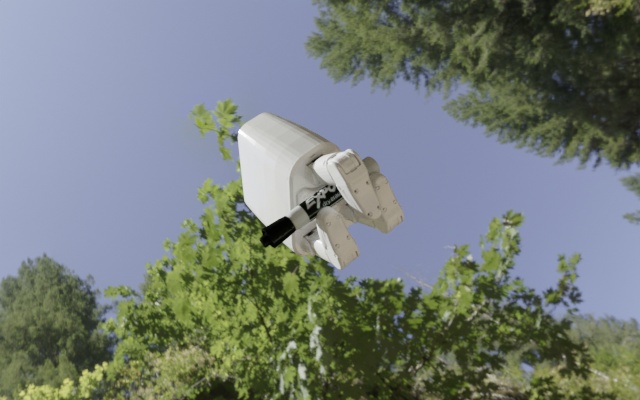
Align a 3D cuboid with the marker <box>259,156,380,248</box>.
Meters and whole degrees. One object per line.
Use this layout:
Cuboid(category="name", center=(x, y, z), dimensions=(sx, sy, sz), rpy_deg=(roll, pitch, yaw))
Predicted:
Cuboid(category="marker", center=(0.000, 0.001, 0.401), dimensions=(0.121, 0.020, 0.020), rpy_deg=(-35, 13, -20))
